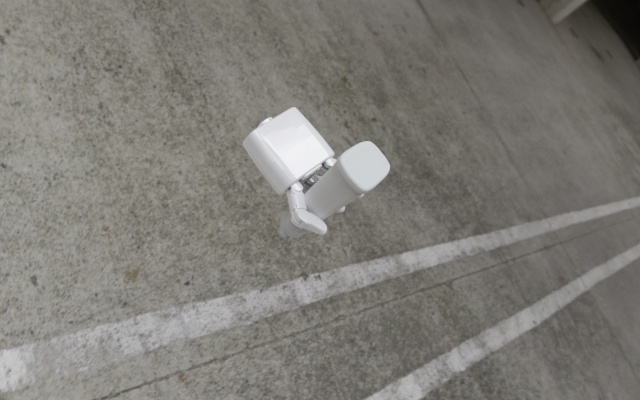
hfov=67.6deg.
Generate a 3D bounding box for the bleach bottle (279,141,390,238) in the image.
[{"bbox_3d":[0.000,0.003,0.788,0.251,0.068,0.102,-40,-2,43],"label":"bleach bottle"}]
